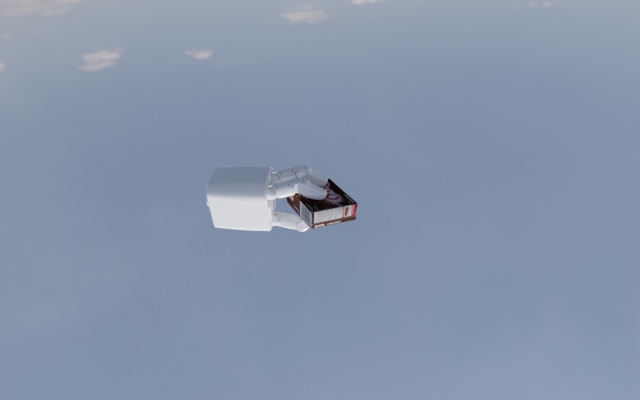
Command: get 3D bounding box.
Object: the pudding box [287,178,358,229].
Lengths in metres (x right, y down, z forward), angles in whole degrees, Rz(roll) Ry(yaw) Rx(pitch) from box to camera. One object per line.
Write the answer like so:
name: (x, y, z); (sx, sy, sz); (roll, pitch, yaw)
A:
pudding box: (0.000, 0.003, 0.853); (0.090, 0.039, 0.113); (-12, 33, -23)
